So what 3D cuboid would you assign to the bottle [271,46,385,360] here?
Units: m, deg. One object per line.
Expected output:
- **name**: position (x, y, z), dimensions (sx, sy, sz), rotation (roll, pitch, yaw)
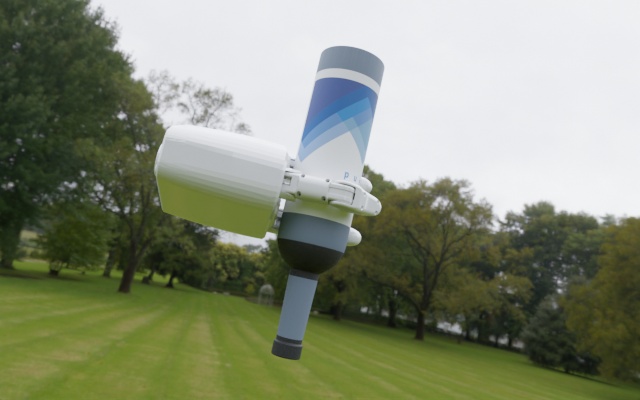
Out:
- **bottle**: position (0.000, 0.001, 0.461), dimensions (0.069, 0.295, 0.069), rotation (13, -9, 2)
